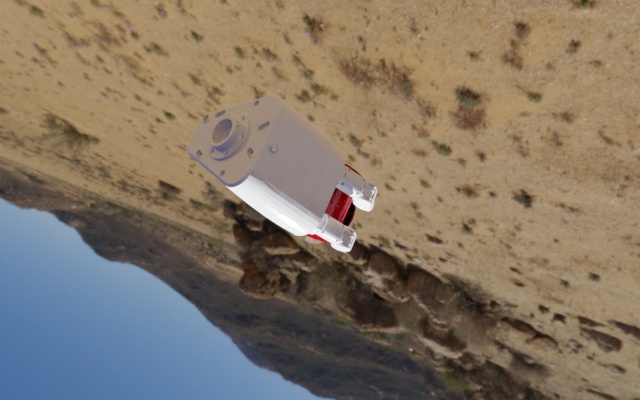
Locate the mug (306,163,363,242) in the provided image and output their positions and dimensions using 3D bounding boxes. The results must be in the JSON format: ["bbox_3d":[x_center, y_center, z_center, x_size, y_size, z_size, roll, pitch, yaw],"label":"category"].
[{"bbox_3d":[0.001,0.003,0.567,0.093,0.081,0.117,14,-16,43],"label":"mug"}]
